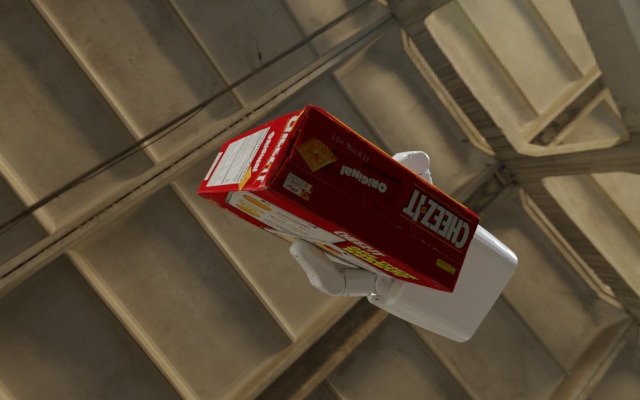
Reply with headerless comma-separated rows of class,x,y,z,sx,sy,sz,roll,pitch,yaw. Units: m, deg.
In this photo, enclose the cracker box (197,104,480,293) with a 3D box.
cracker box,0.000,0.002,0.416,0.164,0.072,0.213,30,-13,-22
